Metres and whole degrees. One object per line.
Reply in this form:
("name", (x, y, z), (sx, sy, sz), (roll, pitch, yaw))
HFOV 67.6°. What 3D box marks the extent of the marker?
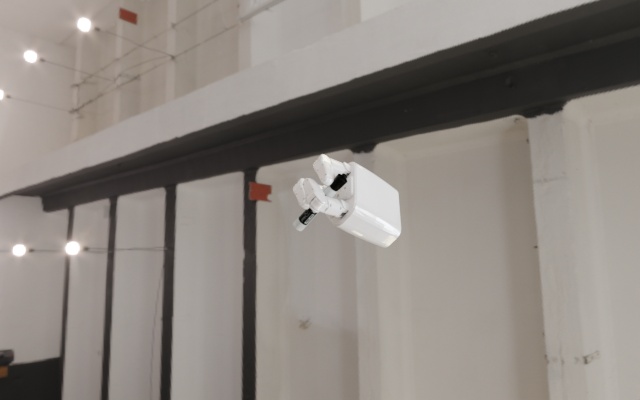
("marker", (0.000, 0.002, 0.737), (0.121, 0.020, 0.020), (-47, -25, 26))
